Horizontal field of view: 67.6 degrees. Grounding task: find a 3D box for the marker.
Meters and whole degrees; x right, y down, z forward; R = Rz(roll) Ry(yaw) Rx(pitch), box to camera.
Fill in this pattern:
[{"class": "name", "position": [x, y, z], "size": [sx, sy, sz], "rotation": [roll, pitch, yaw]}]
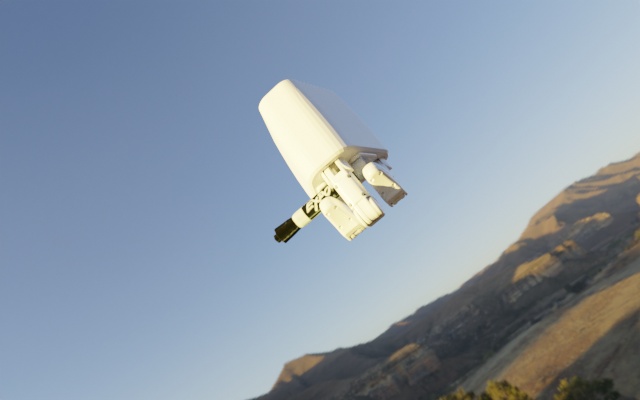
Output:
[{"class": "marker", "position": [0.000, 0.002, 0.481], "size": [0.121, 0.020, 0.020], "rotation": [-40, -8, 10]}]
